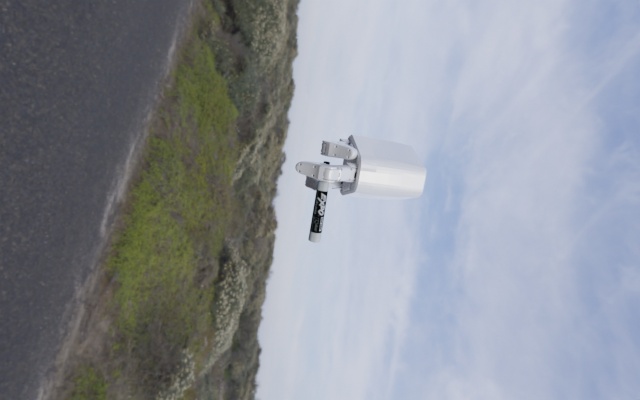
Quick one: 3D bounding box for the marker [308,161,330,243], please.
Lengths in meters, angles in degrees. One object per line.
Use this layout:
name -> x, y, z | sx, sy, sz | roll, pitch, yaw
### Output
marker -> 0.000, 0.002, 0.699 | 0.020, 0.121, 0.020 | 8, 14, -2
